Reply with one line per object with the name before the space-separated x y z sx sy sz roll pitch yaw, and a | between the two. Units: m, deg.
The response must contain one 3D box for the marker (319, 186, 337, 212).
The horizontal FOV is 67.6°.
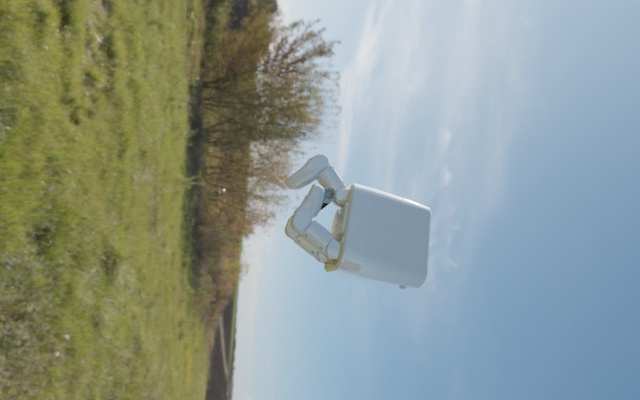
marker | 0.000 0.002 0.619 0.020 0.020 0.121 0 -10 -10
